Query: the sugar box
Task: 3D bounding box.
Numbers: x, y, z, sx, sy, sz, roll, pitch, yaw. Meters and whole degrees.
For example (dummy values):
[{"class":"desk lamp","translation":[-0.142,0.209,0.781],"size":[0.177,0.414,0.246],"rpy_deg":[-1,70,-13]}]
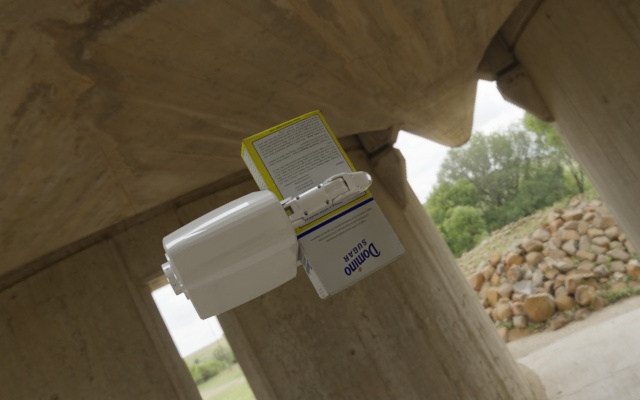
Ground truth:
[{"class":"sugar box","translation":[0.000,0.002,0.488],"size":[0.093,0.176,0.048],"rpy_deg":[-26,-9,-18]}]
